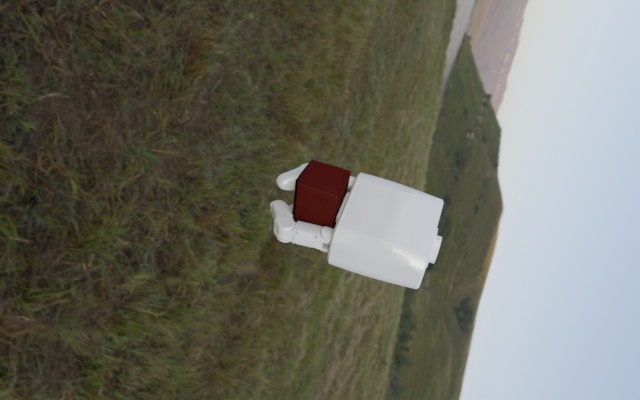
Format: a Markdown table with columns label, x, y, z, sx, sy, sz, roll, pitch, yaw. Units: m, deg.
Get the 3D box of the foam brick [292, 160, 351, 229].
| label | x | y | z | sx | sy | sz | roll | pitch | yaw |
| --- | --- | --- | --- | --- | --- | --- | --- | --- | --- |
| foam brick | 0.000 | 0.002 | 0.557 | 0.051 | 0.078 | 0.053 | 17 | 39 | 11 |
